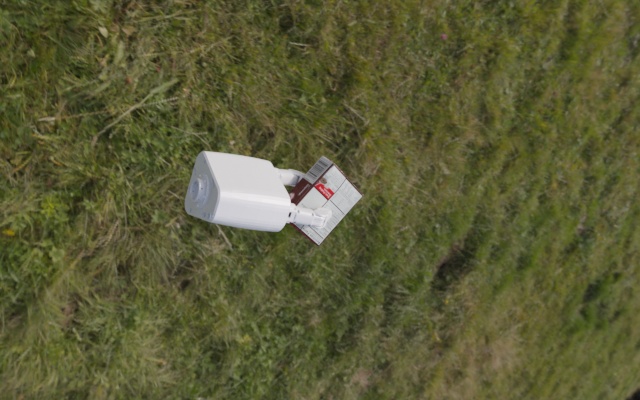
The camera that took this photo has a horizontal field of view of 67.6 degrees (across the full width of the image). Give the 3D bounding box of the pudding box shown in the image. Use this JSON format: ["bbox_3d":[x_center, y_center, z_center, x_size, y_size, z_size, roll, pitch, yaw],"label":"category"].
[{"bbox_3d":[0.000,0.002,0.739,0.090,0.113,0.039,44,-3,-39],"label":"pudding box"}]
